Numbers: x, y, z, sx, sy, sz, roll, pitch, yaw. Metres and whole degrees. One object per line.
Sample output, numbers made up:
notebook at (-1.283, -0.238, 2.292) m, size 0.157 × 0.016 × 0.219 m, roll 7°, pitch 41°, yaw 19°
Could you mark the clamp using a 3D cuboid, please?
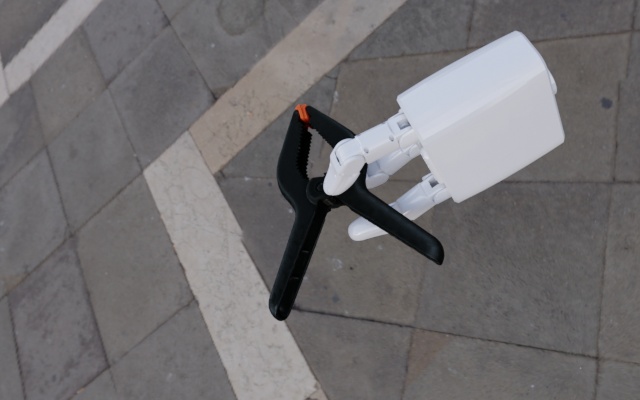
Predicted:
clamp at (0.000, 0.001, 0.455) m, size 0.164 × 0.210 × 0.036 m, roll -28°, pitch -28°, yaw 12°
